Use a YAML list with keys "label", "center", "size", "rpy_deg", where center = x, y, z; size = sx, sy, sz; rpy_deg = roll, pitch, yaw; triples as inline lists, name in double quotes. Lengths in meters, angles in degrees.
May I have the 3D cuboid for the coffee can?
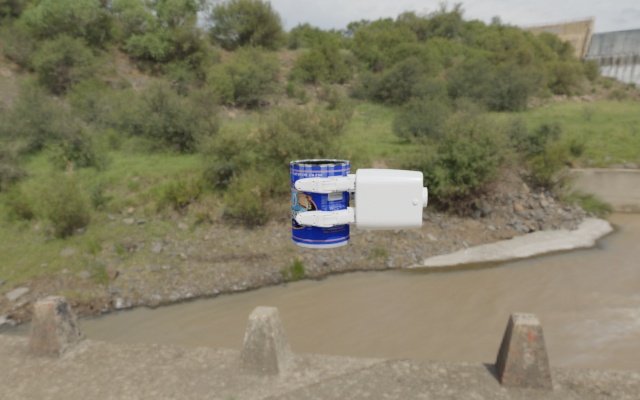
- label: "coffee can"
  center: [0.000, 0.003, 0.824]
  size: [0.103, 0.140, 0.103]
  rpy_deg: [-1, 10, 0]
